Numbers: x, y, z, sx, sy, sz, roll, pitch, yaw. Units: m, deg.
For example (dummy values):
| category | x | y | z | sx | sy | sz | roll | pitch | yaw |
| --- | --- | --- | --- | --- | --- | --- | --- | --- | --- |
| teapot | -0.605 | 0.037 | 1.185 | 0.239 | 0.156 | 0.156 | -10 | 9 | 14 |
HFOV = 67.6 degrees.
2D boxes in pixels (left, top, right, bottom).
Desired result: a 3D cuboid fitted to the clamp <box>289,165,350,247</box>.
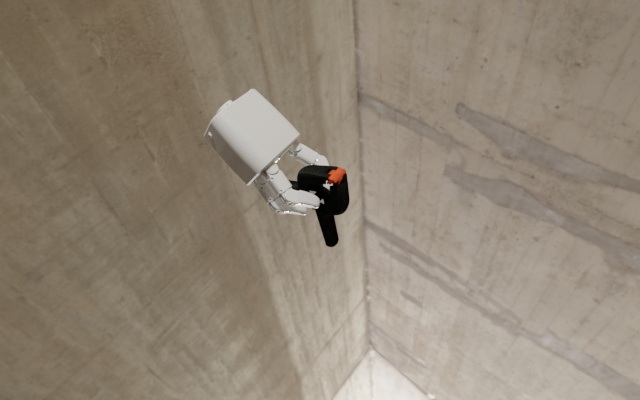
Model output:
| category | x | y | z | sx | sy | sz | roll | pitch | yaw |
| --- | --- | --- | --- | --- | --- | --- | --- | --- | --- |
| clamp | 0.001 | 0.002 | 0.774 | 0.036 | 0.164 | 0.210 | -48 | 8 | -26 |
